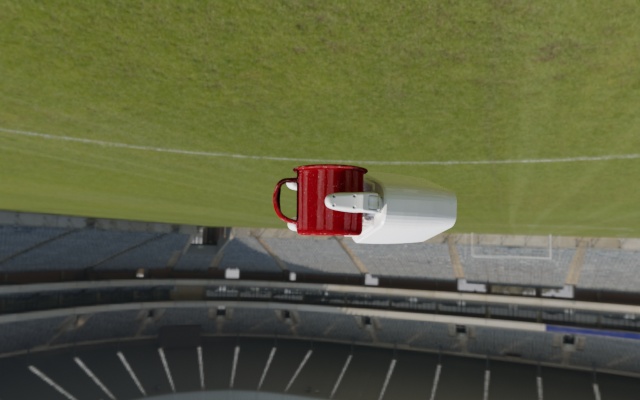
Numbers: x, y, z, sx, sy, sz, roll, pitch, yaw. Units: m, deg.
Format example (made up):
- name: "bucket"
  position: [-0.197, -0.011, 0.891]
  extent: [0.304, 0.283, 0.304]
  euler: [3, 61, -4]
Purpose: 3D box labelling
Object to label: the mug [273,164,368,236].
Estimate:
- name: "mug"
  position: [-0.001, 0.002, 0.584]
  extent: [0.117, 0.081, 0.093]
  euler: [2, -5, -16]
